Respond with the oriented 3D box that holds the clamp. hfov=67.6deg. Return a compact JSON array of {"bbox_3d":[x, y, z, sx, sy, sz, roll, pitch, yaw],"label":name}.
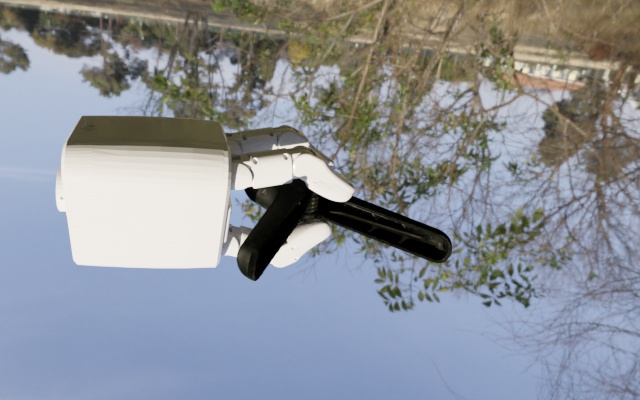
[{"bbox_3d":[0.000,0.002,0.408,0.164,0.036,0.210,3,24,-19],"label":"clamp"}]
